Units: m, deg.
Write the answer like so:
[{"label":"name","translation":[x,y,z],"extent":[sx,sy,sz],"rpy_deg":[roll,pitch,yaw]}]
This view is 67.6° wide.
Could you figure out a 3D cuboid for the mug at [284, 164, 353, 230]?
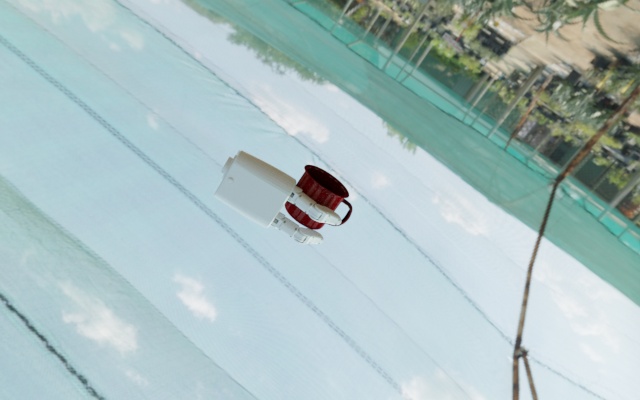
[{"label":"mug","translation":[0.001,0.004,0.838],"extent":[0.117,0.081,0.093],"rpy_deg":[31,20,-11]}]
